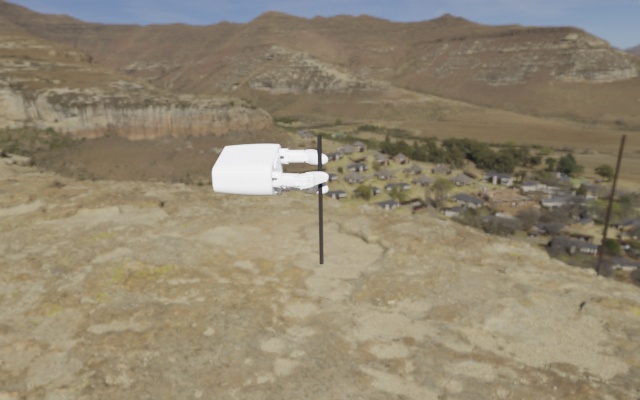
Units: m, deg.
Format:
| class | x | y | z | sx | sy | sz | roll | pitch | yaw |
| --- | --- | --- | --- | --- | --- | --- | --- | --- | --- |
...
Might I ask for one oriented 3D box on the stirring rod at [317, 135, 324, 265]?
| class | x | y | z | sx | sy | sz | roll | pitch | yaw |
| --- | --- | --- | --- | --- | --- | --- | --- | --- | --- |
| stirring rod | 0.000 | 0.003 | 0.859 | 0.011 | 0.239 | 0.011 | -1 | 17 | 0 |
